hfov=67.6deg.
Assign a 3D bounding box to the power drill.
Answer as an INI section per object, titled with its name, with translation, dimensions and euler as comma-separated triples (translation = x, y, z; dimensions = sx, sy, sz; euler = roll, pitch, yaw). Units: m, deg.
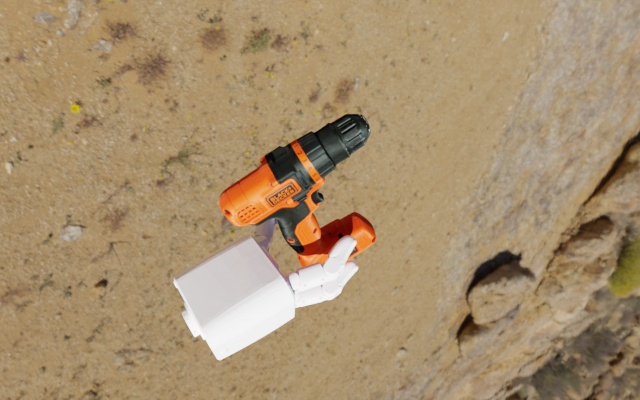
[power drill]
translation = 0.000, 0.002, 0.568
dimensions = 0.184, 0.057, 0.188
euler = -31, -45, 5
